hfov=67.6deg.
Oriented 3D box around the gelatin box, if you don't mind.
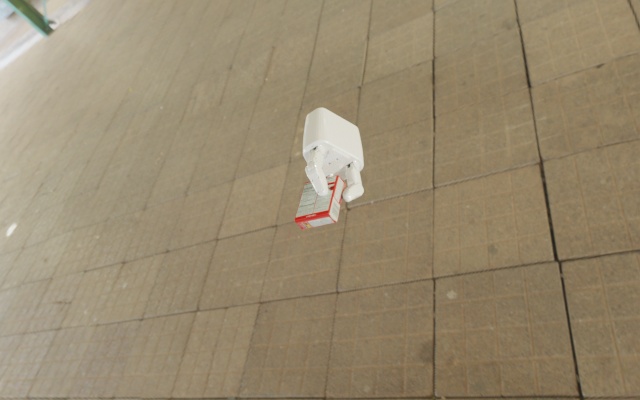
[{"bbox_3d":[0.000,0.003,0.828,0.073,0.089,0.030,-13,-44,32],"label":"gelatin box"}]
